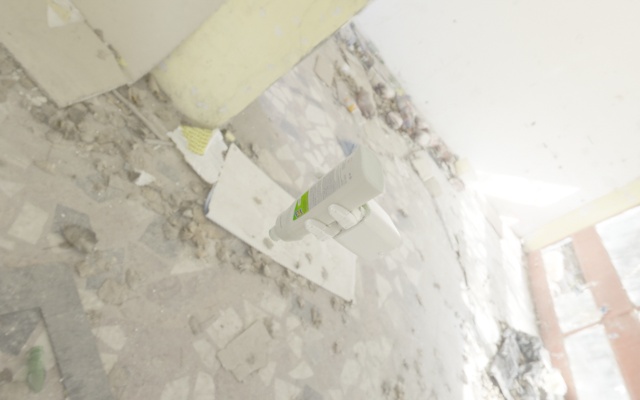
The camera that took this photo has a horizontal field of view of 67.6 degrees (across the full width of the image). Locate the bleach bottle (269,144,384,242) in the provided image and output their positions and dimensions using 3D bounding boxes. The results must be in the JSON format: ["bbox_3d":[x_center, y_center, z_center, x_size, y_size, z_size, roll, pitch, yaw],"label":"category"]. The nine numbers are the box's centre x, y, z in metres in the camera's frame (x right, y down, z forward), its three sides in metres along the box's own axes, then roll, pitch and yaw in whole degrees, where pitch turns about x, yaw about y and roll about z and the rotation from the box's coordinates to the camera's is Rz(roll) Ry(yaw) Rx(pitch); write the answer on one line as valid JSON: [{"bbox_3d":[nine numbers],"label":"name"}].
[{"bbox_3d":[0.000,0.003,0.889,0.251,0.102,0.068,-33,-57,29],"label":"bleach bottle"}]
